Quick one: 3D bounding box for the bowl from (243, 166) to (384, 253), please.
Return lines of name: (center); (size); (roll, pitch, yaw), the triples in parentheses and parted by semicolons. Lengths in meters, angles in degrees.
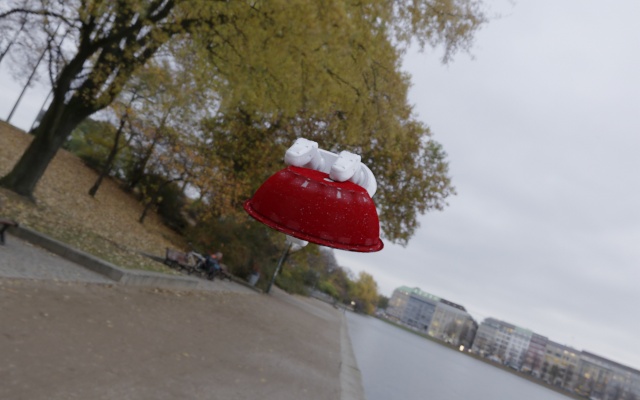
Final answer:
bowl: (0.000, 0.002, 0.522); (0.162, 0.055, 0.162); (17, 10, -3)
